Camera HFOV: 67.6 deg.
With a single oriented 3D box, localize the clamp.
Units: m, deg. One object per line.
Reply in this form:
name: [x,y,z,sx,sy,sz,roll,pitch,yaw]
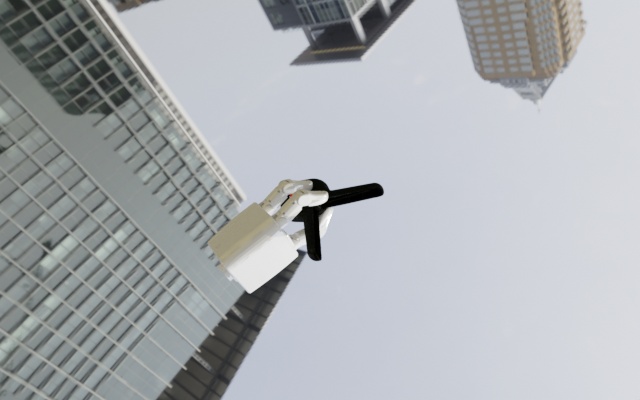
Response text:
clamp: [0.000,0.003,0.819,0.164,0.036,0.210,-40,36,-10]
